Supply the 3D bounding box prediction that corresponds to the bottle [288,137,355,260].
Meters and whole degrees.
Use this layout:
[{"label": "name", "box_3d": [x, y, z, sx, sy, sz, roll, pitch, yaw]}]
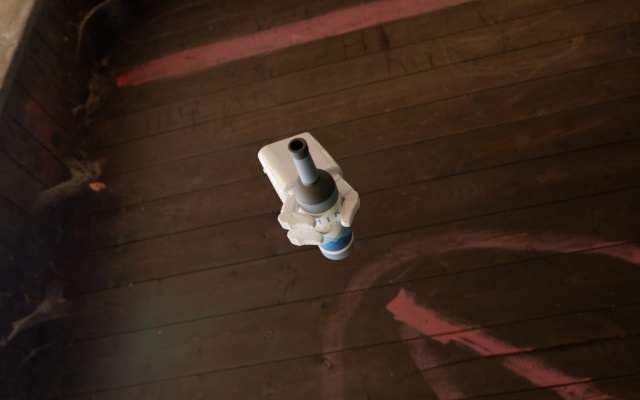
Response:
[{"label": "bottle", "box_3d": [0.000, 0.003, 0.768, 0.069, 0.069, 0.296, 0, -32, 15]}]
